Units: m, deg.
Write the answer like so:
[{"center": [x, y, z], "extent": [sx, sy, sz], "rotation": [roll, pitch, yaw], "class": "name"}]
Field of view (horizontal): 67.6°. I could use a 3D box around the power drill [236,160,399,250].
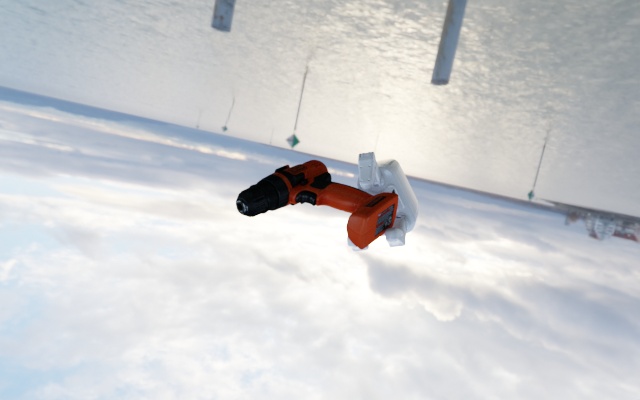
[{"center": [0.001, 0.002, 0.675], "extent": [0.187, 0.057, 0.184], "rotation": [24, 33, 29], "class": "power drill"}]
